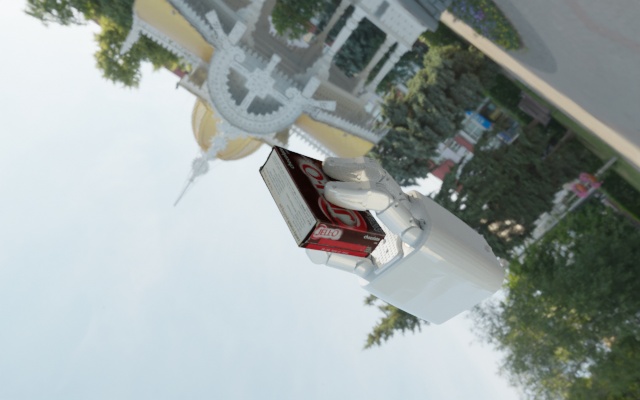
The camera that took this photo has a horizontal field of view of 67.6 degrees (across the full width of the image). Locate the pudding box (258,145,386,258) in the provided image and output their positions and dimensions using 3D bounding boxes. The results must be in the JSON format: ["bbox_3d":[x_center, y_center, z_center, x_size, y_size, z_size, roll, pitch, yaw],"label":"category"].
[{"bbox_3d":[0.000,0.002,0.466,0.090,0.039,0.113,15,30,-42],"label":"pudding box"}]
